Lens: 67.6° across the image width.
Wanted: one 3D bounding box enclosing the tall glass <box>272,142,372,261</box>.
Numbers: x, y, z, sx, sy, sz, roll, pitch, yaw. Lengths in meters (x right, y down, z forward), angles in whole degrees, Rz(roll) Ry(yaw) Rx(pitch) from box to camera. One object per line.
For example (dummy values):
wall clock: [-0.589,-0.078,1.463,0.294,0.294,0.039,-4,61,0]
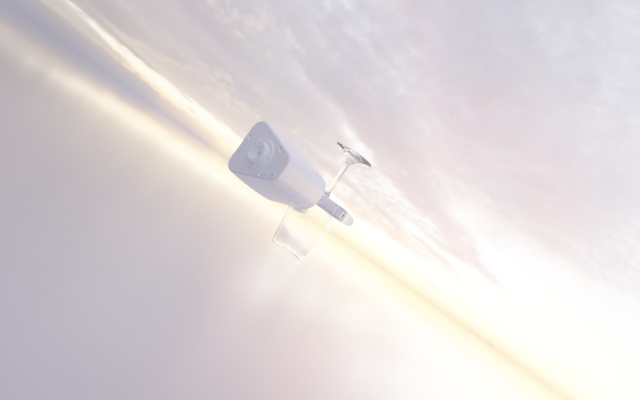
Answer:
tall glass: [0.001,0.002,0.808,0.079,0.201,0.079,35,-2,2]
